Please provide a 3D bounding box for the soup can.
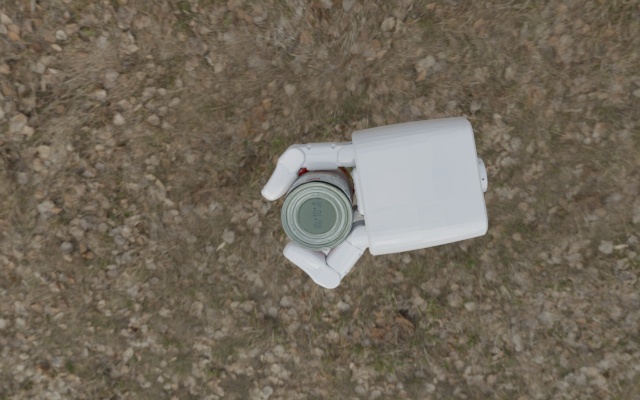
[{"bbox_3d":[0.000,0.002,0.471,0.068,0.068,0.102,0,16,4],"label":"soup can"}]
